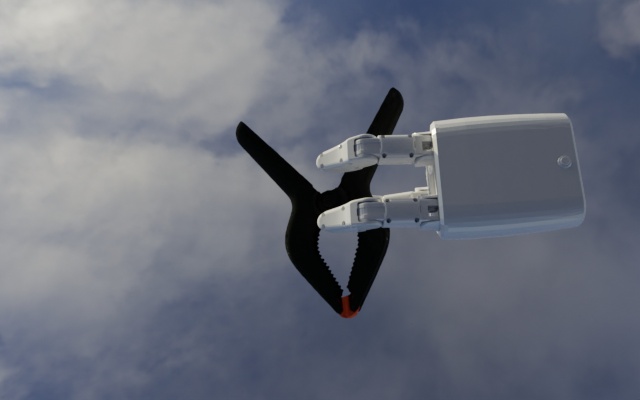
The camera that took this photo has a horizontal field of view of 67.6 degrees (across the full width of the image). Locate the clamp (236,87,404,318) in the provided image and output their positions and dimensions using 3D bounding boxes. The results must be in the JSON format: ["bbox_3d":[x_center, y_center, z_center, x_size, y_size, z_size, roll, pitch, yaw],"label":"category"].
[{"bbox_3d":[0.000,0.002,0.441,0.164,0.210,0.036,-5,-15,11],"label":"clamp"}]
